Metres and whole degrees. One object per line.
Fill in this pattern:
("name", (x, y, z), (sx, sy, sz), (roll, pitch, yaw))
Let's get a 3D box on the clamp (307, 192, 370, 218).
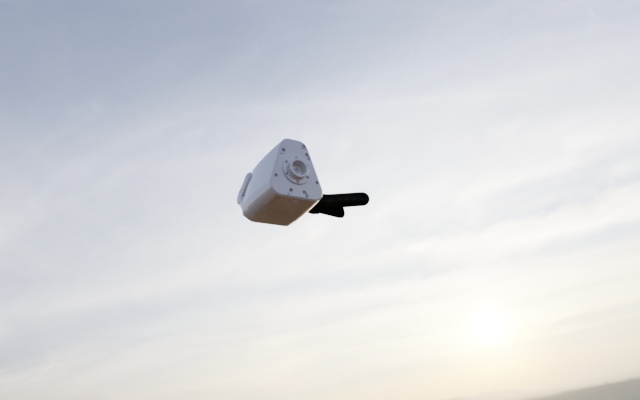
("clamp", (0.000, 0.002, 0.867), (0.171, 0.039, 0.120), (5, -22, -30))
